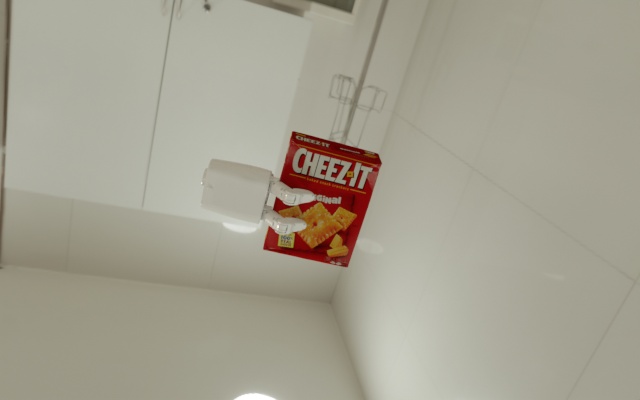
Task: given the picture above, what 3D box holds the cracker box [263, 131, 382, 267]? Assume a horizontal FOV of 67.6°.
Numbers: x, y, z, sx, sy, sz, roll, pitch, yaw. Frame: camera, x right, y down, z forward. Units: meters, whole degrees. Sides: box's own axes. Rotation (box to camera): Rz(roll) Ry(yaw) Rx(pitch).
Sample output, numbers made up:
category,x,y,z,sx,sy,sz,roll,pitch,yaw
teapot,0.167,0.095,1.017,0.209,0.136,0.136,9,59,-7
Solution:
category,x,y,z,sx,sy,sz,roll,pitch,yaw
cracker box,0.000,0.003,0.860,0.164,0.214,0.072,14,20,-7
